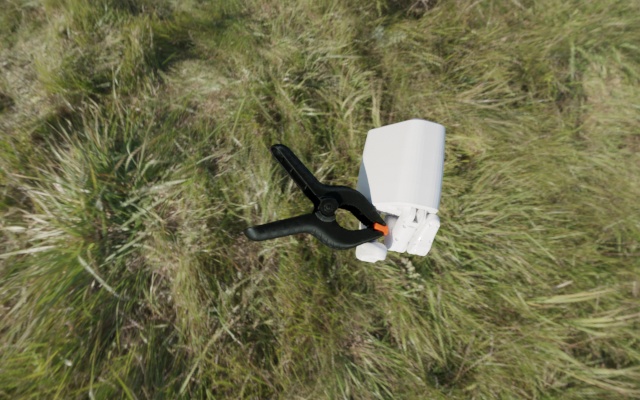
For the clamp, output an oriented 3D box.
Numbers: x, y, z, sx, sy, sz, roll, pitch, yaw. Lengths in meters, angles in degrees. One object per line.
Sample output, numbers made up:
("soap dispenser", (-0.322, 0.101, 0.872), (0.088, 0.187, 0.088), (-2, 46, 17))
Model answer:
("clamp", (0.000, 0.002, 0.570), (0.171, 0.120, 0.039), (12, -11, -18))
